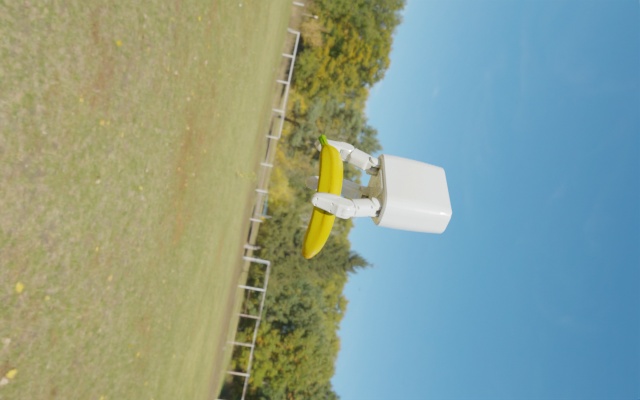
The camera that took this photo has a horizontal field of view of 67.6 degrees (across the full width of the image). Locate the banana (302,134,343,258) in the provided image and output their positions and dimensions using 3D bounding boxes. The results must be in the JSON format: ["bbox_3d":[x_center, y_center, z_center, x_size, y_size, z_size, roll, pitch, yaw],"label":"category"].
[{"bbox_3d":[0.005,0.003,0.724,0.037,0.198,0.069,8,11,-14],"label":"banana"}]
